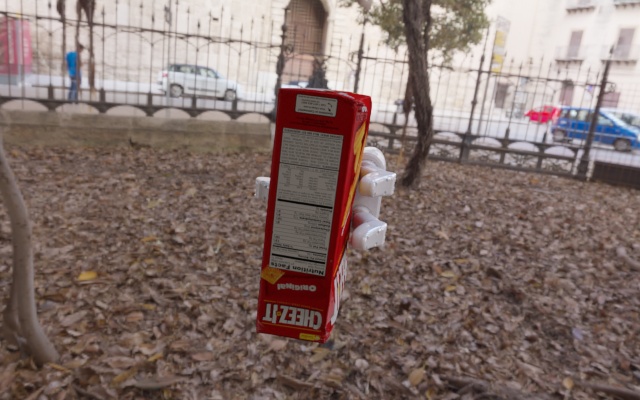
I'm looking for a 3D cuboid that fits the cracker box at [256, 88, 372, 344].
[{"bbox_3d":[0.000,0.001,0.464,0.072,0.214,0.164,8,14,7],"label":"cracker box"}]
